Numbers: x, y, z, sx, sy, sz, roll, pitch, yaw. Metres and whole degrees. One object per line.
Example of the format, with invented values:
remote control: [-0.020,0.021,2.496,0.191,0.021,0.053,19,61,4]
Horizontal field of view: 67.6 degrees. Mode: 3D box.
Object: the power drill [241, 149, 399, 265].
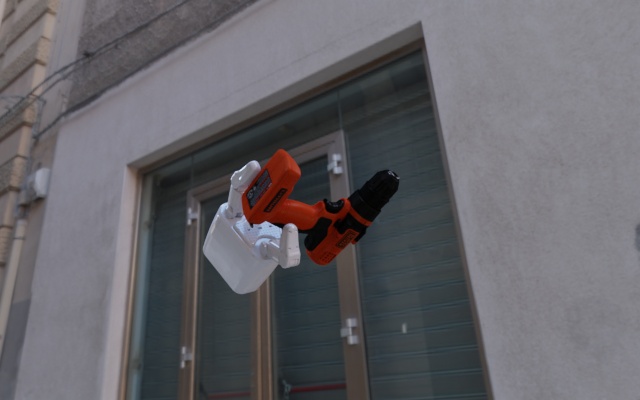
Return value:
power drill: [0.000,0.002,0.671,0.188,0.184,0.057,27,23,-35]
